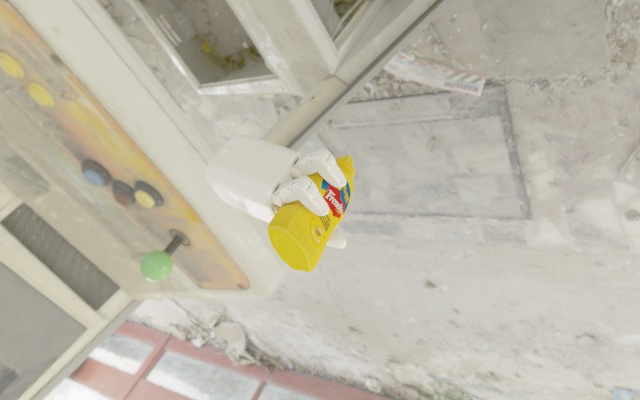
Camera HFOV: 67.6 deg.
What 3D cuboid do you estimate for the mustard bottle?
[{"bbox_3d":[0.000,0.003,0.688,0.058,0.096,0.191,4,46,35],"label":"mustard bottle"}]
